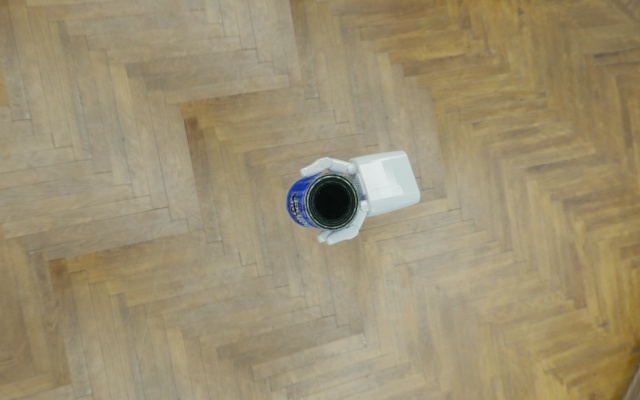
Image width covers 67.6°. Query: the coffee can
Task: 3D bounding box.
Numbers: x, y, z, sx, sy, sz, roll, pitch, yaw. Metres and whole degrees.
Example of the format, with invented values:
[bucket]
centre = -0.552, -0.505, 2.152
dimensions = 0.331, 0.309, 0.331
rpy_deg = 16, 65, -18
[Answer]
[coffee can]
centre = 0.000, 0.003, 0.890
dimensions = 0.103, 0.103, 0.140
rpy_deg = 0, 0, -17
